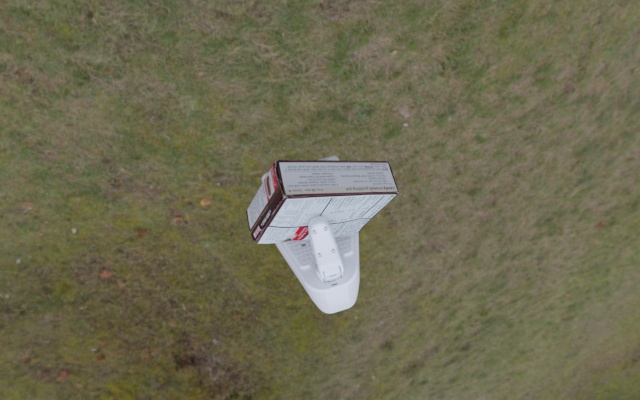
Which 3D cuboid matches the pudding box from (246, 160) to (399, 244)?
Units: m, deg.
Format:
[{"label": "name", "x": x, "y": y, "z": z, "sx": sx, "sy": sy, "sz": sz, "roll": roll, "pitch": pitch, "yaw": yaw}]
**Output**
[{"label": "pudding box", "x": 0.000, "y": 0.002, "z": 0.429, "sx": 0.113, "sy": 0.039, "sz": 0.090, "roll": -4, "pitch": -28, "yaw": -28}]
